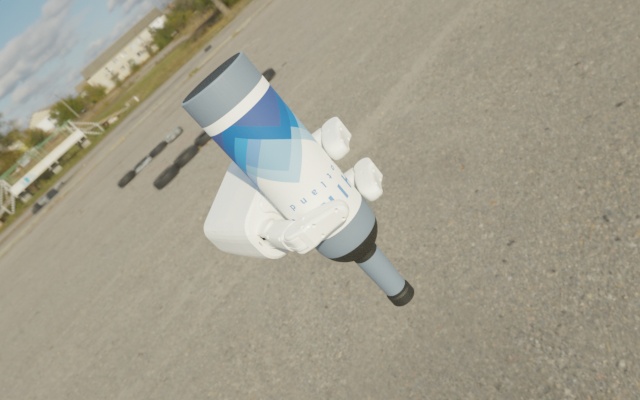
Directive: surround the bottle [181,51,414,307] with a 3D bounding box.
[{"bbox_3d":[0.000,0.001,0.447,0.296,0.069,0.069,49,-25,-25],"label":"bottle"}]
